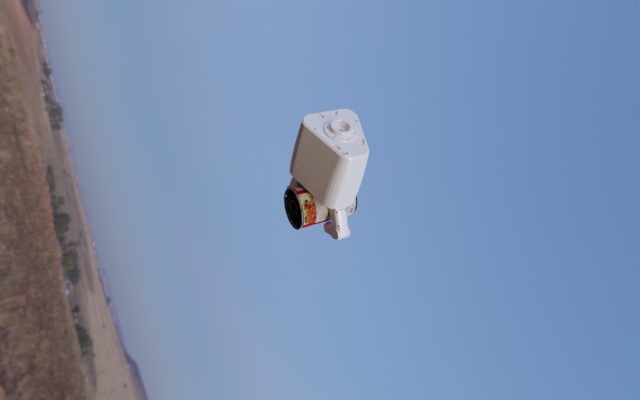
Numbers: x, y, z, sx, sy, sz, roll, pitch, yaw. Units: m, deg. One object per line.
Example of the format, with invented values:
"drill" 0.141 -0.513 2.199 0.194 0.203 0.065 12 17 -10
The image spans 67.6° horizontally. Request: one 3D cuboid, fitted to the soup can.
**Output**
"soup can" 0.000 0.003 0.778 0.102 0.068 0.068 -14 6 -25
